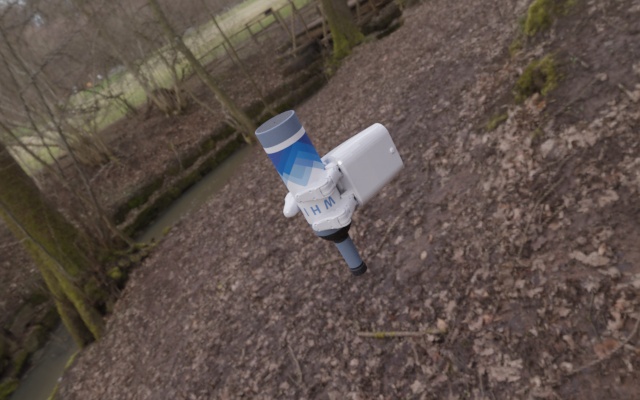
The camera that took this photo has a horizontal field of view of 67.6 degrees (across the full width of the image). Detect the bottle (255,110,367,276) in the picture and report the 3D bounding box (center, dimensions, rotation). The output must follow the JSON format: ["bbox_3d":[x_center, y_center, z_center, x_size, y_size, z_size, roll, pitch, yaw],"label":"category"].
[{"bbox_3d":[0.000,0.002,0.757,0.069,0.296,0.069,-25,23,12],"label":"bottle"}]
